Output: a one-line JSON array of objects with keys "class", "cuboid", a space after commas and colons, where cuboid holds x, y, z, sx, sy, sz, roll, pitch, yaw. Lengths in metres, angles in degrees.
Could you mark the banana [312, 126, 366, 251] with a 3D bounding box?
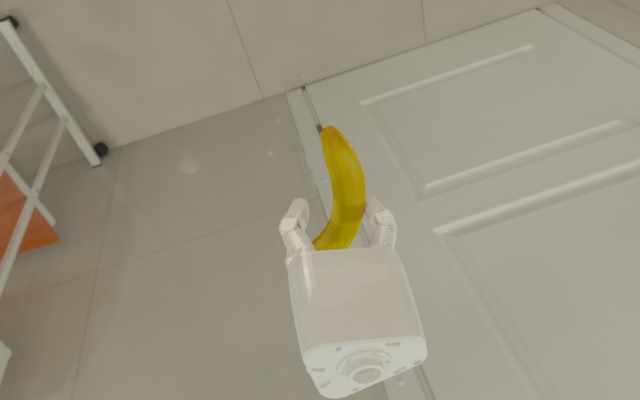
[{"class": "banana", "cuboid": [0.018, 0.006, 0.546, 0.069, 0.198, 0.037, 6, 39, -10]}]
